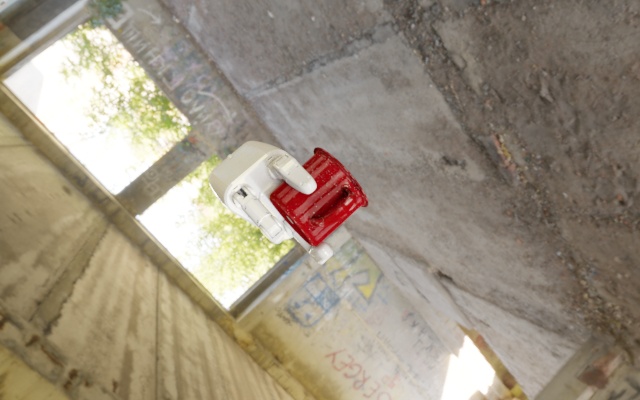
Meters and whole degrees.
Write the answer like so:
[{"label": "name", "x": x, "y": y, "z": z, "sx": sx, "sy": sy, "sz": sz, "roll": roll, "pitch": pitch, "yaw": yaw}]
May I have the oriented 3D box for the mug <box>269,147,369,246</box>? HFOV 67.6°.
[{"label": "mug", "x": 0.001, "y": 0.002, "z": 0.546, "sx": 0.081, "sy": 0.093, "sz": 0.117, "roll": -42, "pitch": 27, "yaw": -9}]
